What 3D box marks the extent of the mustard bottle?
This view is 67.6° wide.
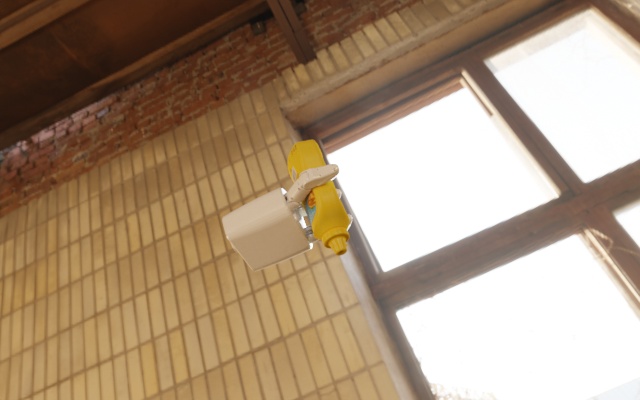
[{"bbox_3d":[0.000,0.002,0.749,0.058,0.191,0.096,-11,-35,-15],"label":"mustard bottle"}]
